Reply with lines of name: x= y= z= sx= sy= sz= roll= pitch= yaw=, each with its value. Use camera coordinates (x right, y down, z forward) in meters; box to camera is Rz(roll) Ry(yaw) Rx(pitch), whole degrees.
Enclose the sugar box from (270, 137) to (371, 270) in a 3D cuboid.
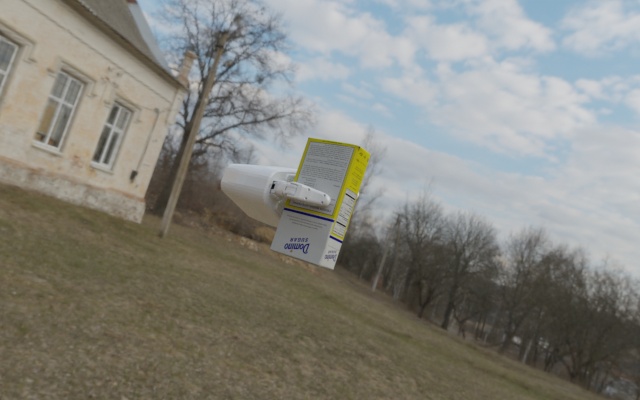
sugar box: x=0.000 y=0.002 z=0.682 sx=0.093 sy=0.176 sz=0.048 roll=14 pitch=-7 yaw=36
